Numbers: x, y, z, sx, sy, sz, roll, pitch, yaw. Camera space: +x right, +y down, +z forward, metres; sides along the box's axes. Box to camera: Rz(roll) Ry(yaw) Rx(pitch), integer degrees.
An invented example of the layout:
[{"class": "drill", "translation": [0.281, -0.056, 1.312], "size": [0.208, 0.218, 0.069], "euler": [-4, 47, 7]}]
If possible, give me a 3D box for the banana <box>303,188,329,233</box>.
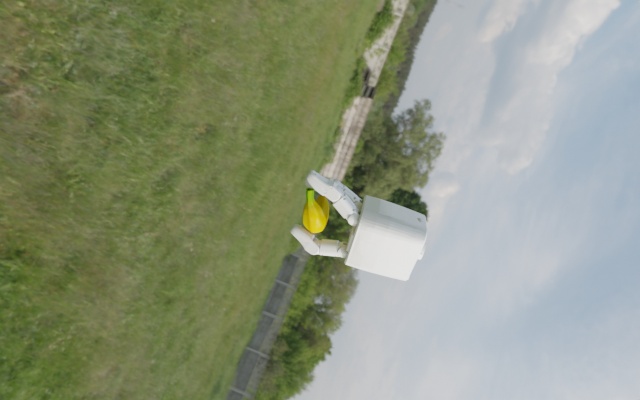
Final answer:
[{"class": "banana", "translation": [-0.004, 0.021, 0.811], "size": [0.037, 0.069, 0.198], "euler": [13, -2, 4]}]
